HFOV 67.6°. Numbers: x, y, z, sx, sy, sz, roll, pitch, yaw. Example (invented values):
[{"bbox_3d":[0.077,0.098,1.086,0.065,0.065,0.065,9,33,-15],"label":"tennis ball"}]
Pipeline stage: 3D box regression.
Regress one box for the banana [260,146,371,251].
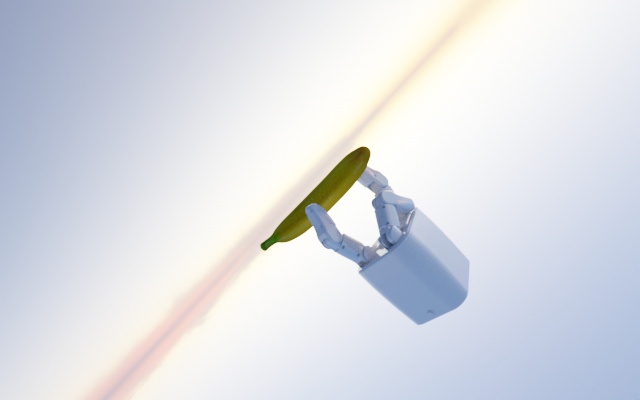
[{"bbox_3d":[0.002,-0.001,0.630,0.198,0.037,0.069,-45,3,20],"label":"banana"}]
